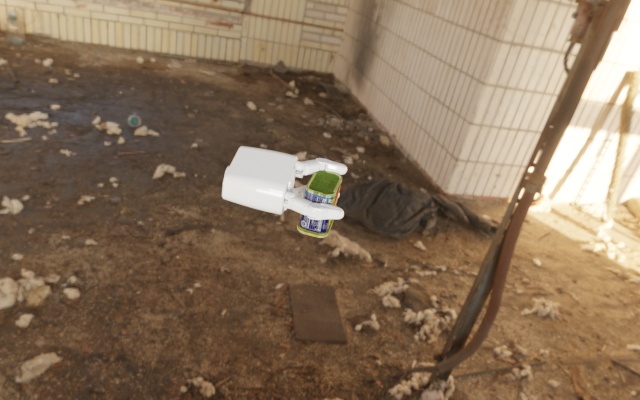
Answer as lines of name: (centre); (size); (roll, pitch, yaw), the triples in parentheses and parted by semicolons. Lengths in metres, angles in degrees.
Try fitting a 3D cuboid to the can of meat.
can of meat: (0.000, 0.003, 0.845); (0.057, 0.084, 0.102); (14, 28, 6)
